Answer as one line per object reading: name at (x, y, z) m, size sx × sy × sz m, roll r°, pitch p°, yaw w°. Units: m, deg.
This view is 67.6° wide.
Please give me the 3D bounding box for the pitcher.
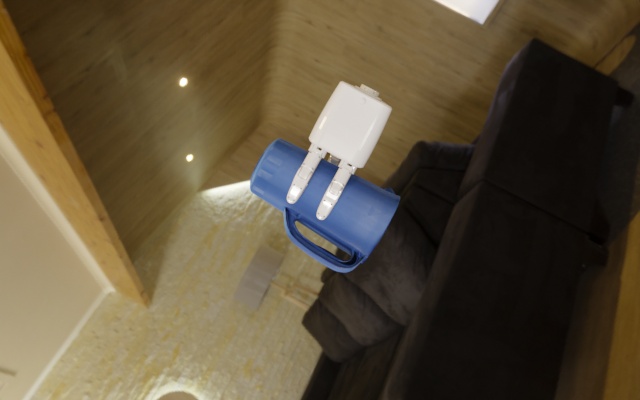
pitcher at (0.000, 0.003, 0.821) m, size 0.243 × 0.145 × 0.149 m, roll 29°, pitch 17°, yaw 2°
